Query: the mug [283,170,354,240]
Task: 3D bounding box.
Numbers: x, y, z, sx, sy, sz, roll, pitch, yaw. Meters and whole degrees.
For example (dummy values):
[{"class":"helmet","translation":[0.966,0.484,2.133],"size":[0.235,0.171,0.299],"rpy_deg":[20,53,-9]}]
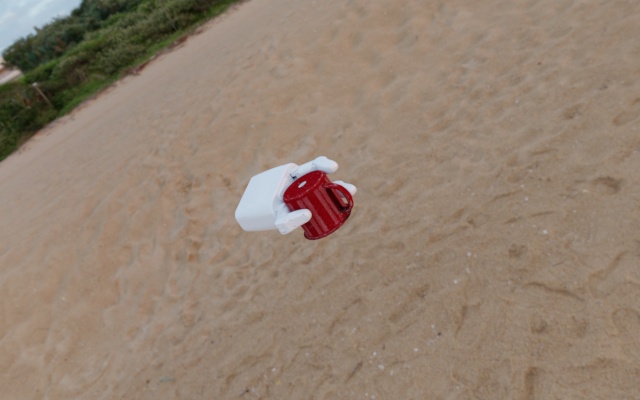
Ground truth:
[{"class":"mug","translation":[0.001,0.002,0.775],"size":[0.117,0.081,0.093],"rpy_deg":[-13,30,41]}]
